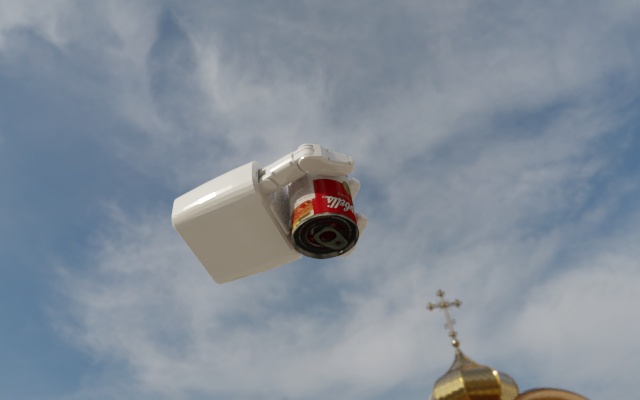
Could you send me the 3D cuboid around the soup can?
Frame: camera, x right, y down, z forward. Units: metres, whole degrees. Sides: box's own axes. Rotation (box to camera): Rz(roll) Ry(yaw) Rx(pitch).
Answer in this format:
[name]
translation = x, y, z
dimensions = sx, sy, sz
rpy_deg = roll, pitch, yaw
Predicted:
[soup can]
translation = 0.000, 0.001, 0.508
dimensions = 0.068, 0.102, 0.069
rpy_deg = -4, -44, -4
